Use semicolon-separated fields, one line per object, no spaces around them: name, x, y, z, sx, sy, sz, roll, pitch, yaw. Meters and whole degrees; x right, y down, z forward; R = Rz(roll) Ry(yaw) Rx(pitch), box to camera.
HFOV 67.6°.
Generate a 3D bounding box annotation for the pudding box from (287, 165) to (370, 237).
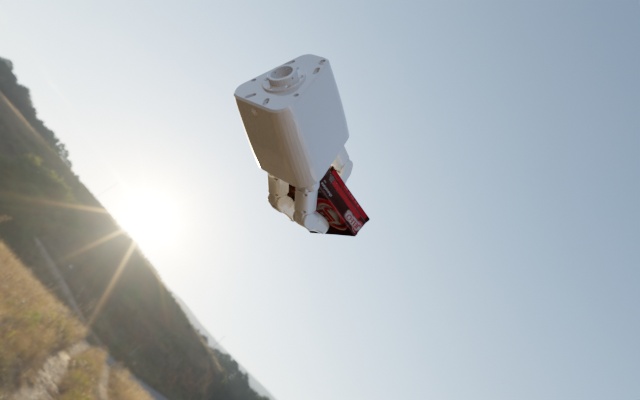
pudding box;0.000;0.002;0.629;0.039;0.090;0.113;-44;21;-23
